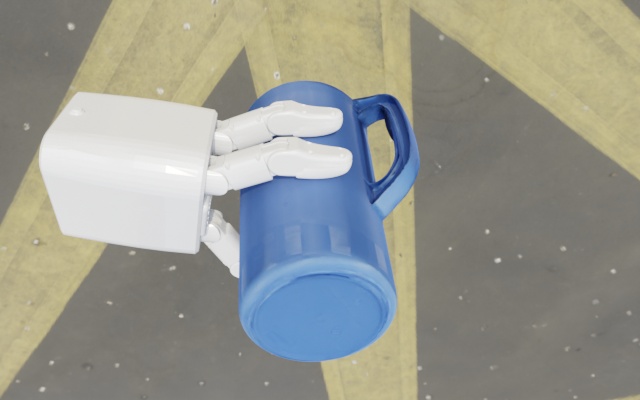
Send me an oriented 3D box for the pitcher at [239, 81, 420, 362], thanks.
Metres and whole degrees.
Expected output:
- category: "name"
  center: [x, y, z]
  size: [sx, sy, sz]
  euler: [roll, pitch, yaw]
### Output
- category: "pitcher"
  center: [0.000, 0.001, 0.407]
  size: [0.145, 0.149, 0.242]
  euler: [10, 36, -13]
